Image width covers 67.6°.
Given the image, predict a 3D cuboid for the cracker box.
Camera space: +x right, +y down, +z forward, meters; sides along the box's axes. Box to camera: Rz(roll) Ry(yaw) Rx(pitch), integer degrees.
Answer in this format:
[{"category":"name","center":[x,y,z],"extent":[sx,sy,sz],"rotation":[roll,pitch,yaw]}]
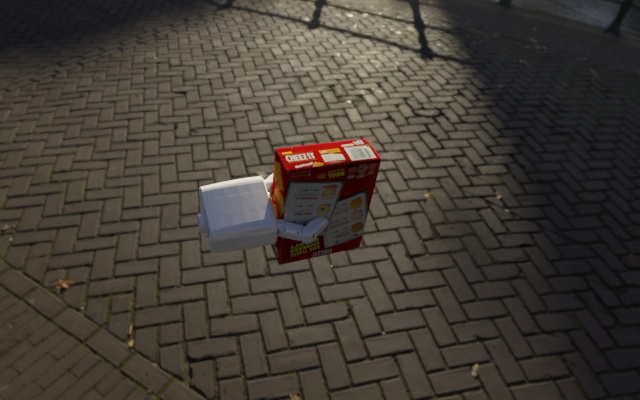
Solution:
[{"category":"cracker box","center":[0.000,0.003,0.829],"extent":[0.164,0.214,0.072],"rotation":[-10,45,-20]}]
